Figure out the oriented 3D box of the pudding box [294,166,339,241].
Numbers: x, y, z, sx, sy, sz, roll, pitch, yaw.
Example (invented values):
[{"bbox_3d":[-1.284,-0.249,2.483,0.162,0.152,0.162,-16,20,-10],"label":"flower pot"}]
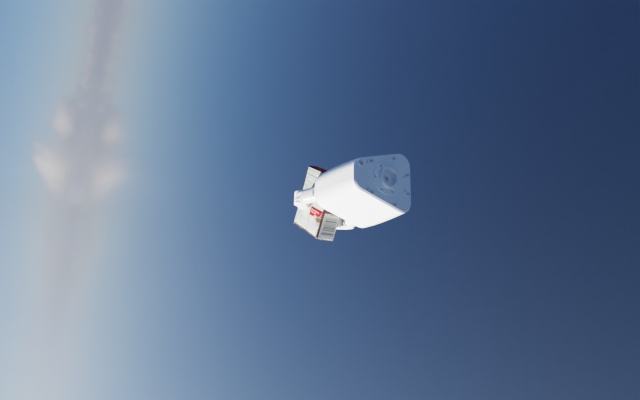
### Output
[{"bbox_3d":[0.000,0.003,0.831,0.039,0.113,0.090,12,9,-31],"label":"pudding box"}]
